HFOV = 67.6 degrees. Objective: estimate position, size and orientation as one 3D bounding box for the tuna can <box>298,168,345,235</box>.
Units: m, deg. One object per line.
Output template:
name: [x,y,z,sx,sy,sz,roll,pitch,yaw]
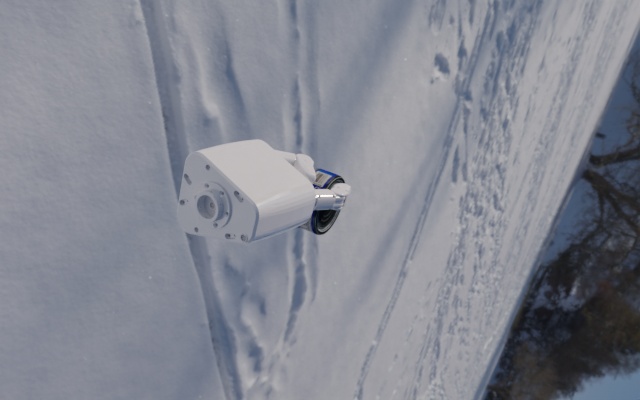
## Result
tuna can: [0.001,0.002,0.638,0.033,0.086,0.086,21,8,22]
